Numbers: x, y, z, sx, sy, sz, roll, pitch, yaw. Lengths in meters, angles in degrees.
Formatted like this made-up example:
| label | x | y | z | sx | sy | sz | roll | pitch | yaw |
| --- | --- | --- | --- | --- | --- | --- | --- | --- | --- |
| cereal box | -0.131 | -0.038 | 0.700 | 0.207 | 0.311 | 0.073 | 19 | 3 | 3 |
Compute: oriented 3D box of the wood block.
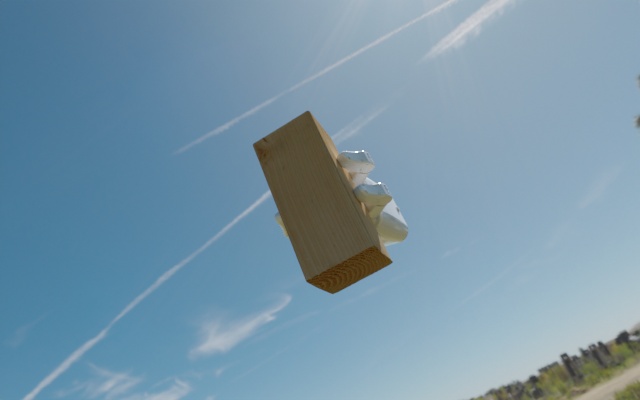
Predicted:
| label | x | y | z | sx | sy | sz | roll | pitch | yaw |
| --- | --- | --- | --- | --- | --- | --- | --- | --- | --- |
| wood block | 0.000 | 0.002 | 0.612 | 0.091 | 0.206 | 0.090 | -30 | -29 | 11 |
